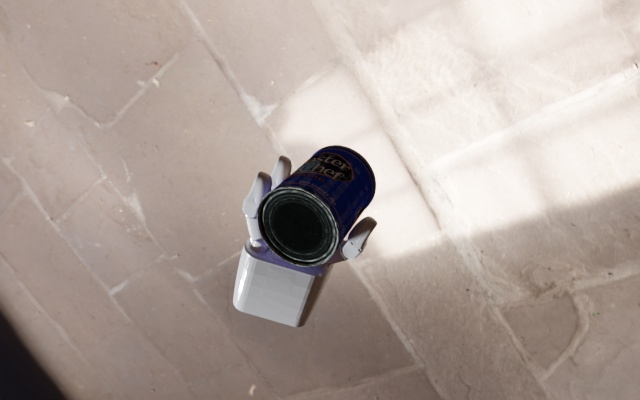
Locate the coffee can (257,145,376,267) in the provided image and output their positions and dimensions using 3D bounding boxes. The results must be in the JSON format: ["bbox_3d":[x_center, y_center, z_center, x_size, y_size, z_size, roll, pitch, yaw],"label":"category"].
[{"bbox_3d":[0.000,0.002,0.592,0.103,0.103,0.140,0,25,25],"label":"coffee can"}]
